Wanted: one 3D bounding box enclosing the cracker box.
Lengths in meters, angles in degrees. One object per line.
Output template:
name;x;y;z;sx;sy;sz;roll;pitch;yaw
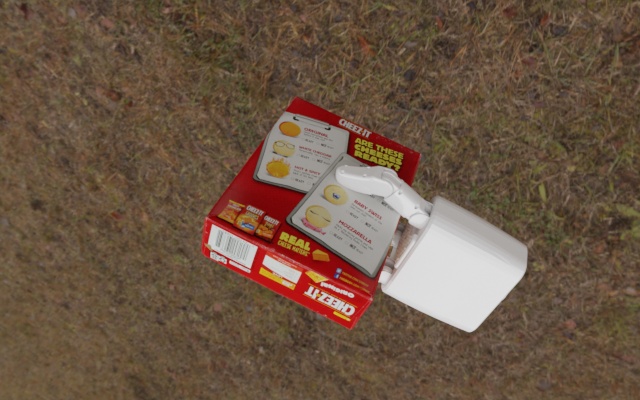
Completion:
cracker box;0.000;0.002;0.502;0.164;0.213;0.072;26;-43;2
